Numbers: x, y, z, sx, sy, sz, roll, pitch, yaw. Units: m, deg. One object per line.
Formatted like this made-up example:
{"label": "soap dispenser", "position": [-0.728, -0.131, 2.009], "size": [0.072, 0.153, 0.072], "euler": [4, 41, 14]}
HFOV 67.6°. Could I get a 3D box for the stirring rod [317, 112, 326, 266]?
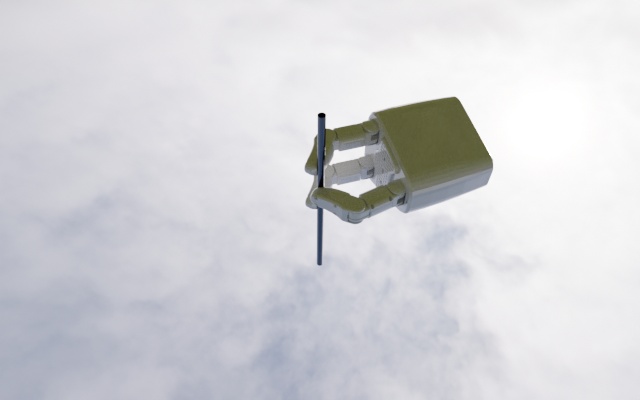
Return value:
{"label": "stirring rod", "position": [0.000, 0.002, 0.522], "size": [0.011, 0.011, 0.240], "euler": [0, -41, -1]}
